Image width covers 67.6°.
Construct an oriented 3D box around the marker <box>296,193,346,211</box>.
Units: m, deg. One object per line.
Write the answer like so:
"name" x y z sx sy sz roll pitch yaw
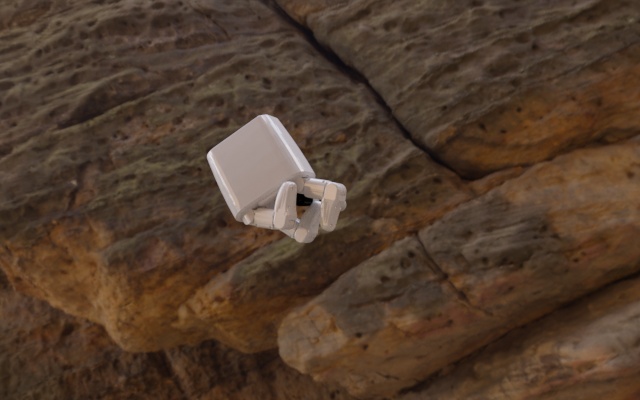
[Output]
"marker" 0.000 0.002 0.663 0.020 0.020 0.121 0 -4 31
